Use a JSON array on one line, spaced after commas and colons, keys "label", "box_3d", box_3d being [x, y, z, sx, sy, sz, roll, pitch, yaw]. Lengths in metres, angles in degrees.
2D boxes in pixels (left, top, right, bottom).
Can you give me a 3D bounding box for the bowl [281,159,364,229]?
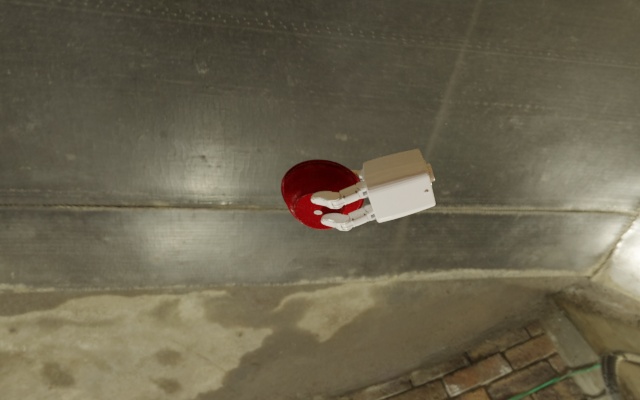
[{"label": "bowl", "box_3d": [-0.001, 0.004, 0.891, 0.162, 0.162, 0.055, 0, 42, 11]}]
